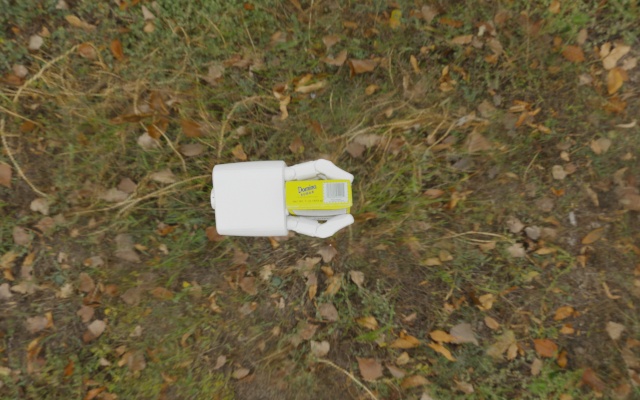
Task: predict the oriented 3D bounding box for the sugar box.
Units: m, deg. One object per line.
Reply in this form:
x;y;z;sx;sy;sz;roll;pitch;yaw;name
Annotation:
0.000;0.002;0.742;0.093;0.048;0.176;-1;-5;1;sugar box
